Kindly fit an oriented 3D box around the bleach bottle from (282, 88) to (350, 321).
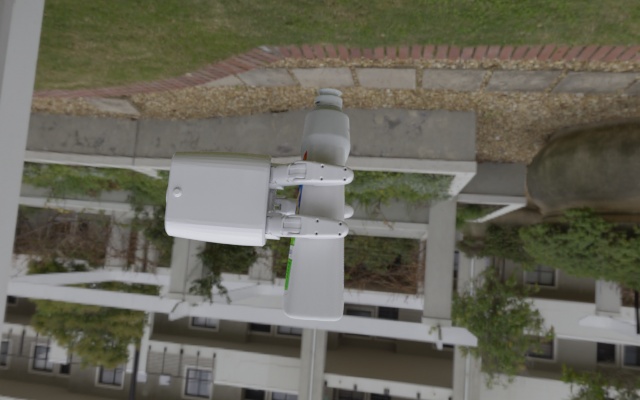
[{"bbox_3d":[0.000,0.002,0.540,0.068,0.251,0.102,5,-5,-4],"label":"bleach bottle"}]
